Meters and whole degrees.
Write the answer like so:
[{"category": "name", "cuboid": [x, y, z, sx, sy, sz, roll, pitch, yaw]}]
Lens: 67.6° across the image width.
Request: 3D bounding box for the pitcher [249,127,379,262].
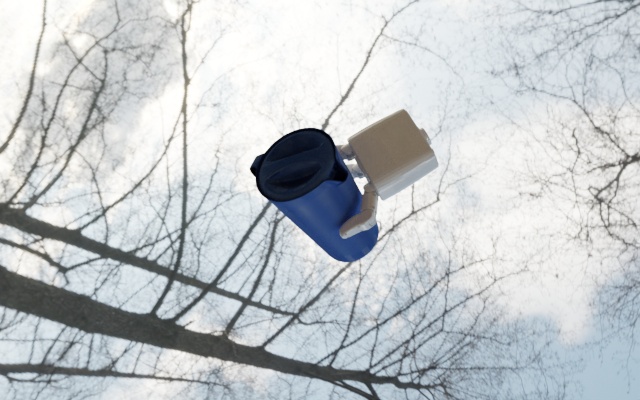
[{"category": "pitcher", "cuboid": [0.000, 0.003, 0.788, 0.145, 0.149, 0.243, -30, -41, 7]}]
